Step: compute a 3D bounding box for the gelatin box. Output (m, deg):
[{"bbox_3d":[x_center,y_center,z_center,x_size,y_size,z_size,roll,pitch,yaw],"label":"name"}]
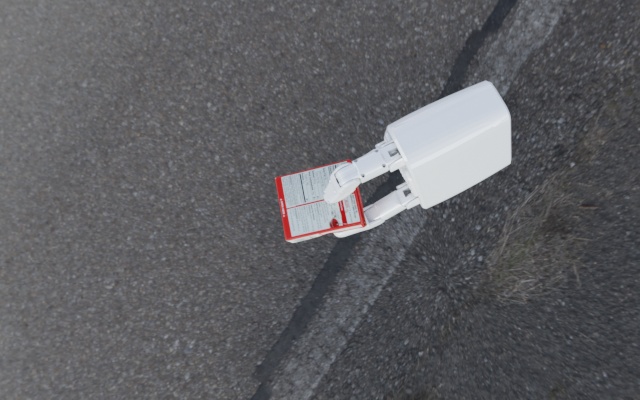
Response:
[{"bbox_3d":[0.000,0.002,0.526,0.089,0.073,0.030,-13,-13,8],"label":"gelatin box"}]
